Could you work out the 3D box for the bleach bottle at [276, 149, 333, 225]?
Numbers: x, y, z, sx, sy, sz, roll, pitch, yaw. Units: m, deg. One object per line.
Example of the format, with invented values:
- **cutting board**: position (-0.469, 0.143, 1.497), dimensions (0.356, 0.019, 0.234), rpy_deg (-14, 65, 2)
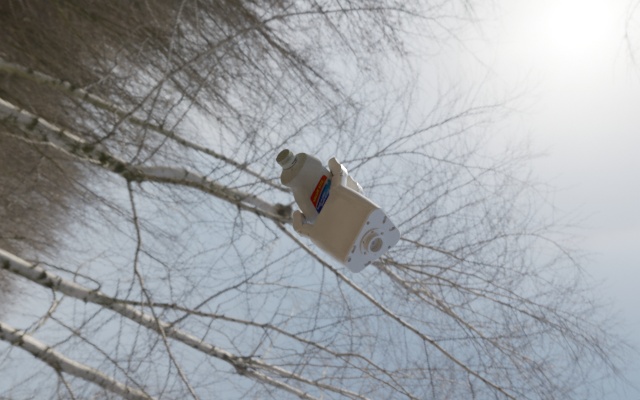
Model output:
- **bleach bottle**: position (0.000, 0.003, 0.873), dimensions (0.251, 0.102, 0.068), rpy_deg (46, -8, -37)
